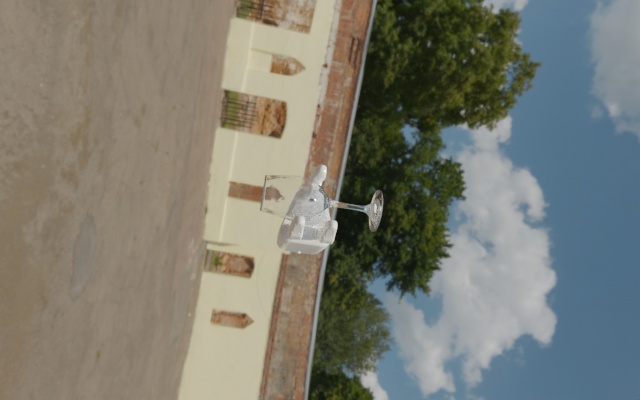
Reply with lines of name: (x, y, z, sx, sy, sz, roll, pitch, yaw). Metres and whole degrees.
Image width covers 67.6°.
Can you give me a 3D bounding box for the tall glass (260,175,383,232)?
tall glass: (0.001, 0.003, 0.819, 0.201, 0.079, 0.079, 9, -1, -9)
